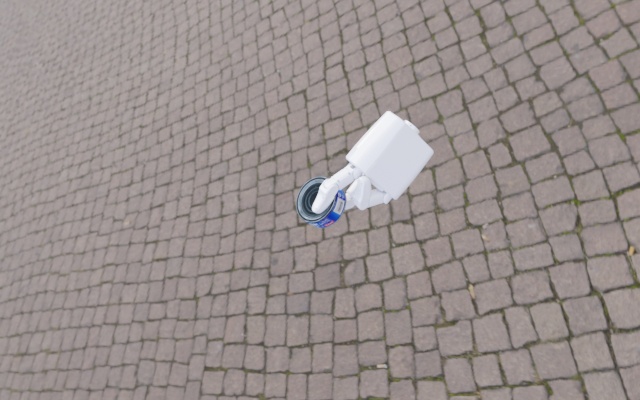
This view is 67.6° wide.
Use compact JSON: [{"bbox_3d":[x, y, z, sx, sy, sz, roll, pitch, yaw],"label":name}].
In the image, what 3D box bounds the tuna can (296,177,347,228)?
[{"bbox_3d":[0.000,0.003,0.826,0.086,0.086,0.034,0,-18,36],"label":"tuna can"}]
